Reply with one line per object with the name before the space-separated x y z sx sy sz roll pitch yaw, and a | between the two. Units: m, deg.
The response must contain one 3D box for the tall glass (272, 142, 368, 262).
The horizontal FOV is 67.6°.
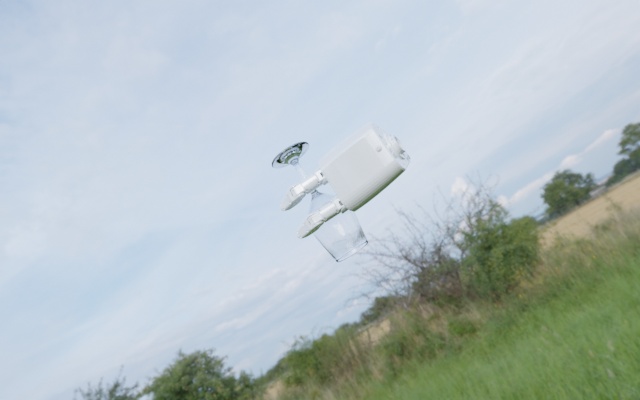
tall glass | 0.000 0.002 0.798 0.079 0.201 0.079 -30 -14 -8
